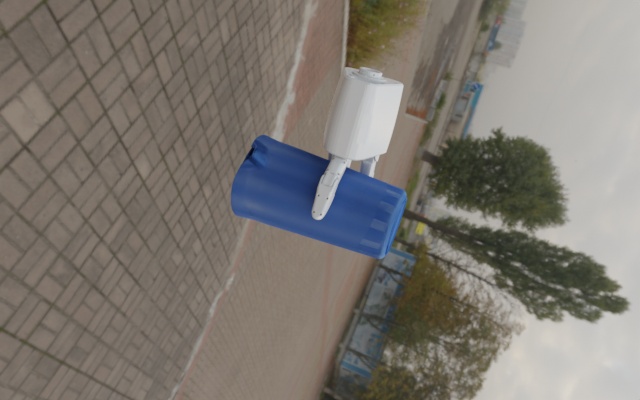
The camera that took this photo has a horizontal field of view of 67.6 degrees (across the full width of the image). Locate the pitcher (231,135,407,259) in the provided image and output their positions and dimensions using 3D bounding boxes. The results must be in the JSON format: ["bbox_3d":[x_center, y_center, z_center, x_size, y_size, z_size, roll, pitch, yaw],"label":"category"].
[{"bbox_3d":[0.000,0.002,0.727,0.243,0.145,0.149,20,22,13],"label":"pitcher"}]
